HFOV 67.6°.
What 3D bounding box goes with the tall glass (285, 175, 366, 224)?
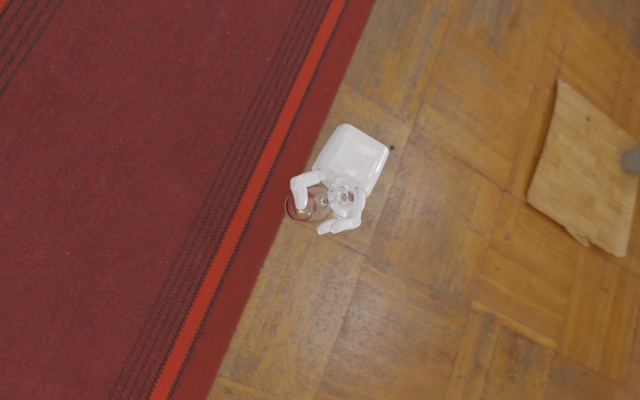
[{"bbox_3d":[0.000,0.003,0.895,0.079,0.079,0.201,0,-6,-28],"label":"tall glass"}]
